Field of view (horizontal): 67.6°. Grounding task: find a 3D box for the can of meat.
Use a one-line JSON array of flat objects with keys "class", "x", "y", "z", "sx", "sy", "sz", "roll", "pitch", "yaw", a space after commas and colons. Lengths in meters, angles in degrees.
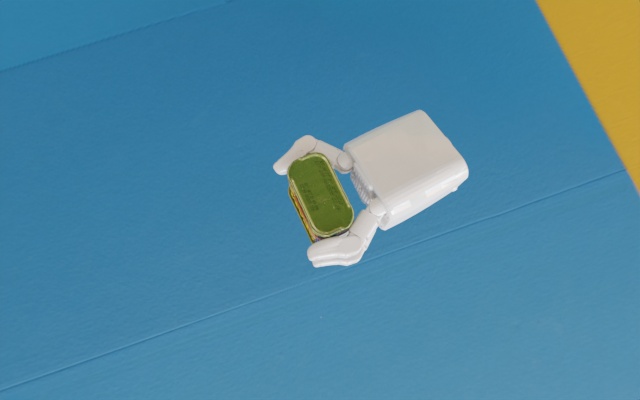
[{"class": "can of meat", "x": 0.000, "y": 0.002, "z": 0.566, "sx": 0.057, "sy": 0.102, "sz": 0.084, "roll": -24, "pitch": -12, "yaw": -6}]
